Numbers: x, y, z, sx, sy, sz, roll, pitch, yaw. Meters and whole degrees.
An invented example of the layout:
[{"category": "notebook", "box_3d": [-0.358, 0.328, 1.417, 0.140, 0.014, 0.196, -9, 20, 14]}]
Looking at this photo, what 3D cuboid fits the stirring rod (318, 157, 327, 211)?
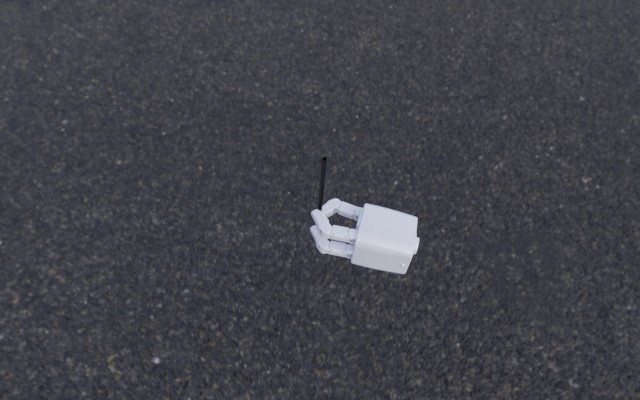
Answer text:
[{"category": "stirring rod", "box_3d": [0.000, 0.003, 0.873, 0.011, 0.011, 0.240, 0, -36, -4]}]
